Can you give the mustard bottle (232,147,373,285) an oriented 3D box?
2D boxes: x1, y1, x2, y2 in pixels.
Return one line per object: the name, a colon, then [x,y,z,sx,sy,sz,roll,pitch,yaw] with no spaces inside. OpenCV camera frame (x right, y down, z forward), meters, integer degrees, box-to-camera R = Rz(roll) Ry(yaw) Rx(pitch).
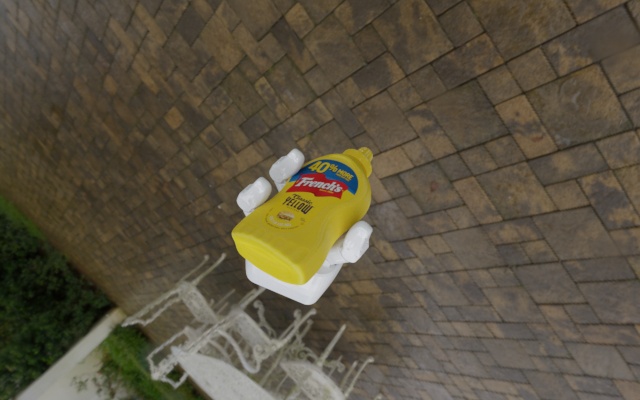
mustard bottle: [0.000,0.002,0.526,0.096,0.058,0.191,21,51,32]
